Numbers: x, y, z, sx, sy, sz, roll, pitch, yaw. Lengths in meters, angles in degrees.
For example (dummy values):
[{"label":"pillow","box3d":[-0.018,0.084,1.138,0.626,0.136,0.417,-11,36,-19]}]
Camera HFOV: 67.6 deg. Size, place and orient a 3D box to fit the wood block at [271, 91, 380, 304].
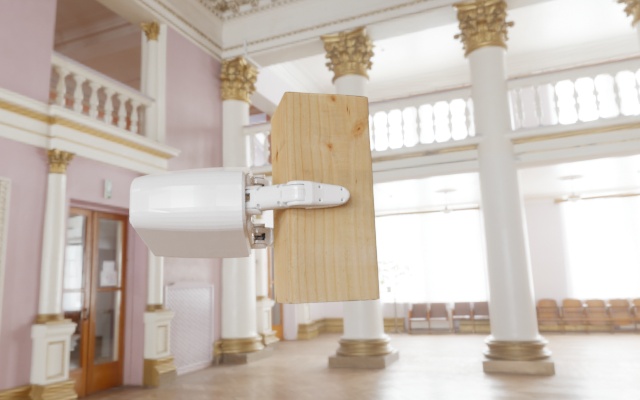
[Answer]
[{"label":"wood block","box3d":[0.000,0.001,0.503,0.090,0.206,0.091,0,-10,-15]}]
